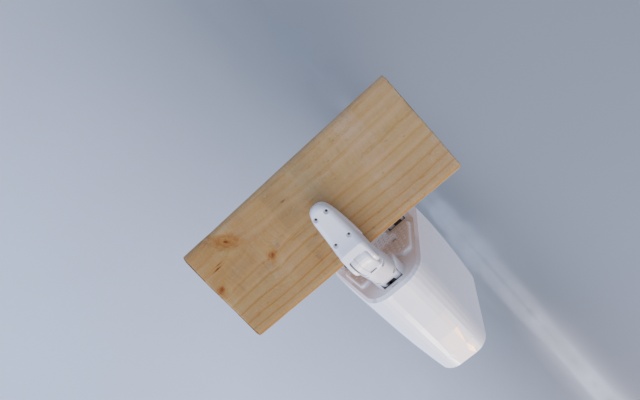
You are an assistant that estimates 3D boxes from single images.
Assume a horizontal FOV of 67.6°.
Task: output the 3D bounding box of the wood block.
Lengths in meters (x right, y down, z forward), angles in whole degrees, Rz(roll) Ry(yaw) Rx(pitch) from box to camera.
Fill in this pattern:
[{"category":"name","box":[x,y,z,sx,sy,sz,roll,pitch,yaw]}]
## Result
[{"category":"wood block","box":[0.000,0.002,0.400,0.206,0.090,0.091,-42,7,10]}]
